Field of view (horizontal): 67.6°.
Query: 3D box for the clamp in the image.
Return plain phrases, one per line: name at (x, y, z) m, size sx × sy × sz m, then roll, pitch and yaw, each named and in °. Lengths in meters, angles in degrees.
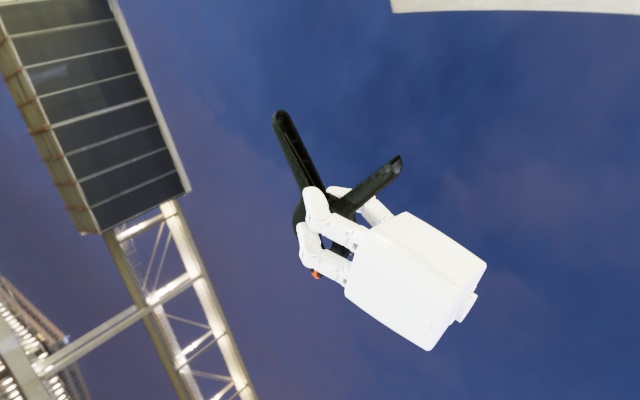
clamp at (0.001, 0.002, 0.564) m, size 0.164 × 0.210 × 0.036 m, roll 32°, pitch 43°, yaw 24°
